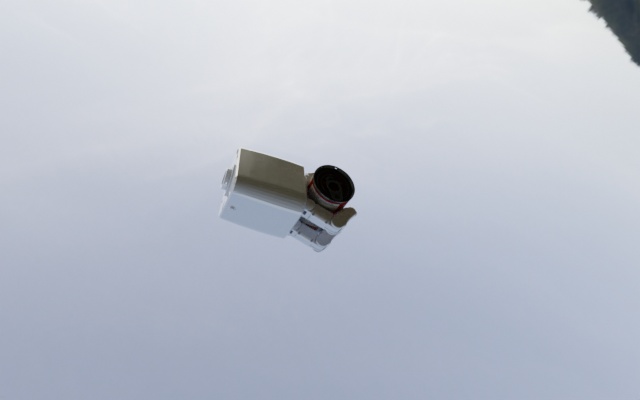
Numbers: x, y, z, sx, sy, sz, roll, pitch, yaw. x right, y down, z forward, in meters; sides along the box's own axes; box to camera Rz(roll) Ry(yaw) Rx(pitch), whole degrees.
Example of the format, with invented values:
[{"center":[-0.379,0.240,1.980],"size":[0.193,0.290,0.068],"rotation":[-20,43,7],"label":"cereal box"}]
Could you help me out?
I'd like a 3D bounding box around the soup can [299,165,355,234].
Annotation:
[{"center":[0.000,0.003,0.737],"size":[0.068,0.068,0.102],"rotation":[0,-34,-29],"label":"soup can"}]
